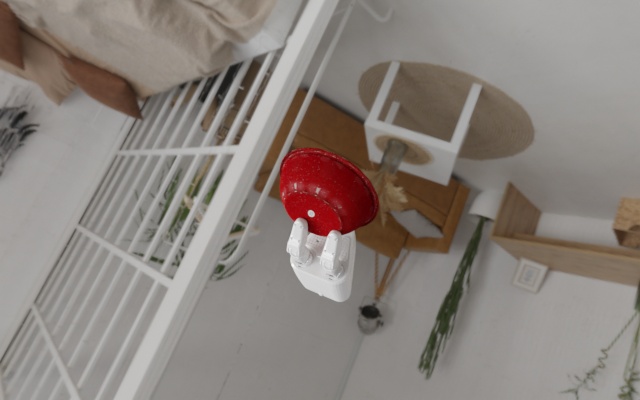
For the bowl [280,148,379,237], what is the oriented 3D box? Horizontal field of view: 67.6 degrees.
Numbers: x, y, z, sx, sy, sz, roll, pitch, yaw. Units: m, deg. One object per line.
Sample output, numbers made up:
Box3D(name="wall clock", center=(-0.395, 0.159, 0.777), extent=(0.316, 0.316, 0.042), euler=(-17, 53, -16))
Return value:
Box3D(name="bowl", center=(0.000, 0.002, 0.690), extent=(0.162, 0.162, 0.055), euler=(0, 44, 37))
